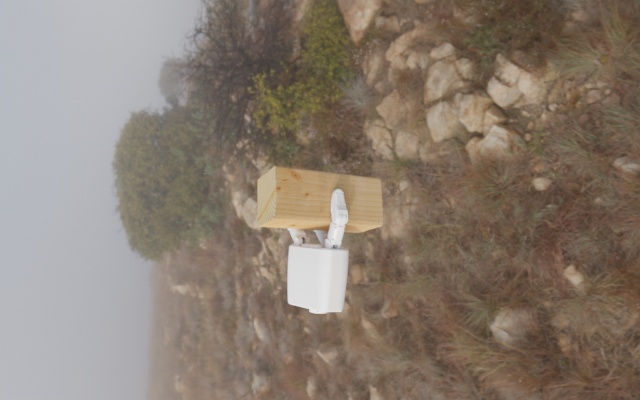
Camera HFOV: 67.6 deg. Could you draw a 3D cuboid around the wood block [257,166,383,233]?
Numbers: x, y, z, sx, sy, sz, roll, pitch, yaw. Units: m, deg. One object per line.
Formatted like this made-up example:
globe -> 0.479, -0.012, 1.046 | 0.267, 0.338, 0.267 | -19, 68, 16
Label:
wood block -> 0.000, 0.003, 0.854 | 0.206, 0.090, 0.091 | 5, -14, -26
